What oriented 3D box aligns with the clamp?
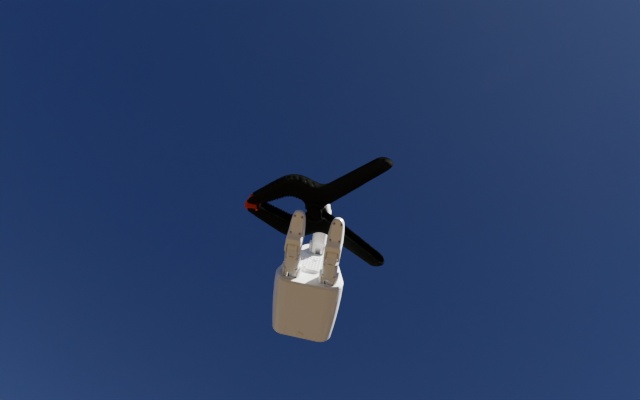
[{"bbox_3d":[0.000,0.002,0.667,0.210,0.165,0.036,12,26,6],"label":"clamp"}]
